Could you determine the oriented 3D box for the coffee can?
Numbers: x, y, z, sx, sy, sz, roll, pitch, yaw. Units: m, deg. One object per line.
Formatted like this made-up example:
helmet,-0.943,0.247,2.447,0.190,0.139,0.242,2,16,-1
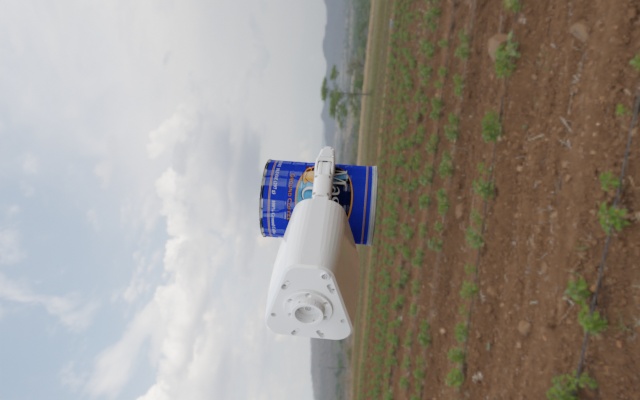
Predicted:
coffee can,0.000,0.002,0.616,0.140,0.103,0.103,4,0,4
